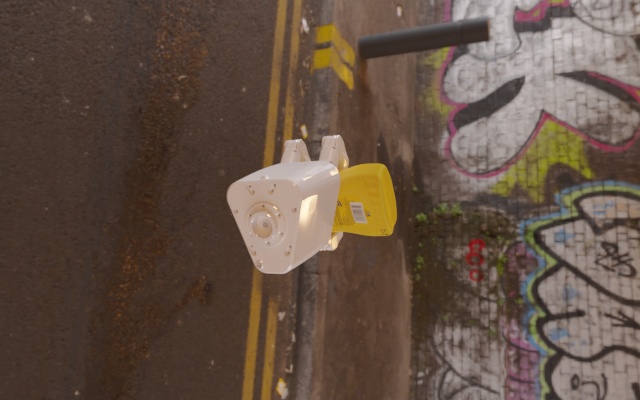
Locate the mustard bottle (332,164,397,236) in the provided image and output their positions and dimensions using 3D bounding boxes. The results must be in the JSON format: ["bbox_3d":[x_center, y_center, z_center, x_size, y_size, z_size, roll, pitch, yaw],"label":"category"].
[{"bbox_3d":[0.000,0.002,0.639,0.191,0.096,0.058,-2,37,23],"label":"mustard bottle"}]
